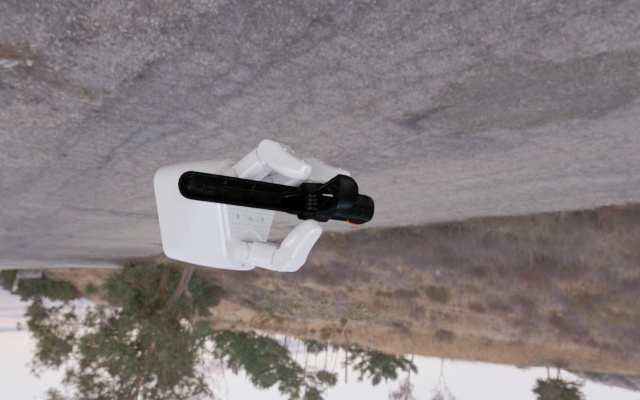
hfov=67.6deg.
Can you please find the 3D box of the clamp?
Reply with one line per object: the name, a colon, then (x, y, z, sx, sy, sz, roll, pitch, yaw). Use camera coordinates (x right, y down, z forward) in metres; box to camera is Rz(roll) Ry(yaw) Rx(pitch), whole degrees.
clamp: (0.000, 0.002, 0.446, 0.164, 0.036, 0.210, 3, -6, 35)
